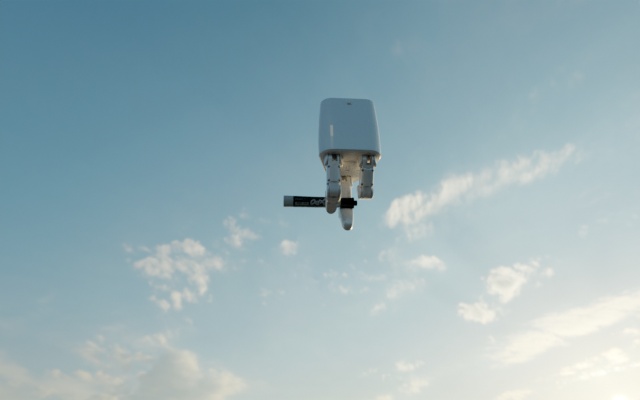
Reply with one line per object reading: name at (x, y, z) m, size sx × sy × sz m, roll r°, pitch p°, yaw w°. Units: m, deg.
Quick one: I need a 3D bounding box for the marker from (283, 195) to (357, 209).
marker at (0.000, 0.003, 0.779) m, size 0.121 × 0.020 × 0.020 m, roll 2°, pitch 0°, yaw -6°
